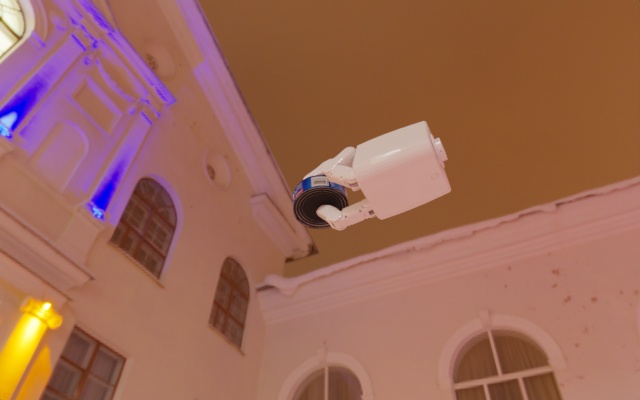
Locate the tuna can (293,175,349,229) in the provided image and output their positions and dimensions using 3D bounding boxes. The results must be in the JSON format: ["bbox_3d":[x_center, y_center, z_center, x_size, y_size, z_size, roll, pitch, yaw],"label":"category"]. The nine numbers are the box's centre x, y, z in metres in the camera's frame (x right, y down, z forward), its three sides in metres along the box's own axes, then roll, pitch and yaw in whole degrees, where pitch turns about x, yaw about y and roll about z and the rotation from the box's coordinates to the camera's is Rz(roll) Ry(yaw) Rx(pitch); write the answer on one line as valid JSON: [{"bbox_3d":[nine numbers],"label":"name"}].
[{"bbox_3d":[0.000,0.002,0.733,0.086,0.086,0.033,0,41,-4],"label":"tuna can"}]
